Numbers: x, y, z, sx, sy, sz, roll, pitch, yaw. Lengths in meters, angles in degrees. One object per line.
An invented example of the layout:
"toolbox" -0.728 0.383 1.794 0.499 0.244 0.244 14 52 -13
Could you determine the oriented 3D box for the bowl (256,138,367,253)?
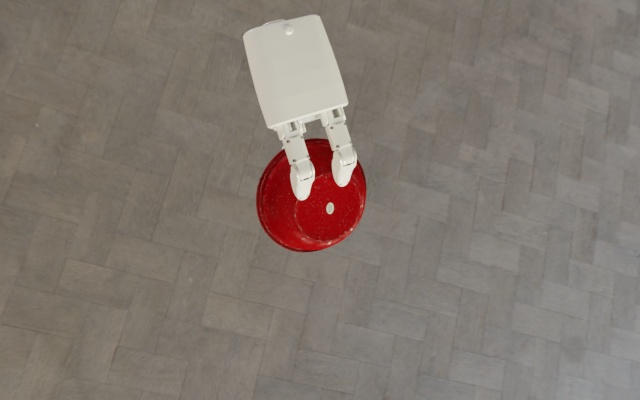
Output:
"bowl" 0.001 0.003 0.627 0.162 0.162 0.055 0 16 -24
